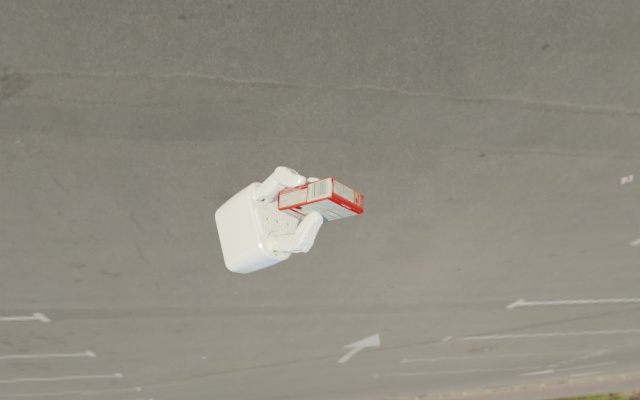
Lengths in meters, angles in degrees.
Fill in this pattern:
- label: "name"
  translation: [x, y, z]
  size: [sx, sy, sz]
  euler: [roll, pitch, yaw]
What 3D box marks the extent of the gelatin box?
- label: "gelatin box"
  translation: [0.000, 0.002, 0.620]
  size: [0.089, 0.030, 0.073]
  euler: [-14, -25, 35]
